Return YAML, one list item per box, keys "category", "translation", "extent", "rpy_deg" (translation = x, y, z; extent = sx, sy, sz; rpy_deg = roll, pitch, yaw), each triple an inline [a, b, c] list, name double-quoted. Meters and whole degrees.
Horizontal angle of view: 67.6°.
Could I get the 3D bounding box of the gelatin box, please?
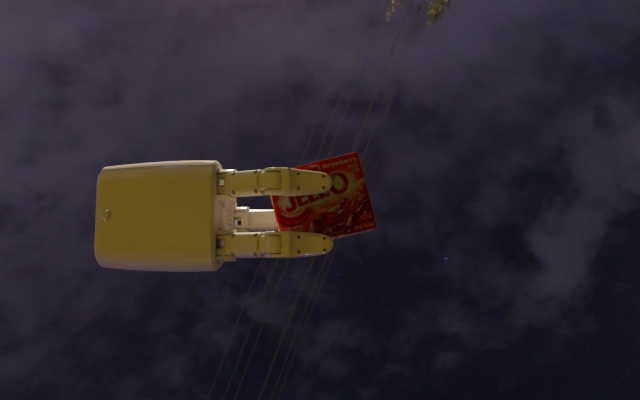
- category: "gelatin box"
  translation: [0.000, 0.001, 0.445]
  extent: [0.089, 0.073, 0.030]
  rpy_deg: [-13, -6, -5]
